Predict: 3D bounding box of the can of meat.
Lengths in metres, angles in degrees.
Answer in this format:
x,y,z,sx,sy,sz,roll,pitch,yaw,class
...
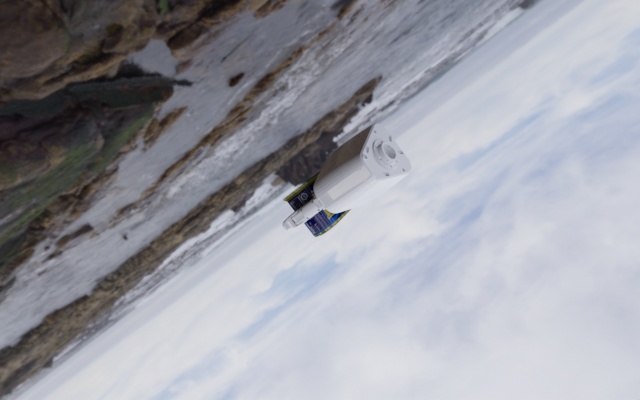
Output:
x,y,z,sx,sy,sz,roll,pitch,yaw,class
0.000,0.003,0.794,0.057,0.084,0.102,-36,3,37,can of meat
